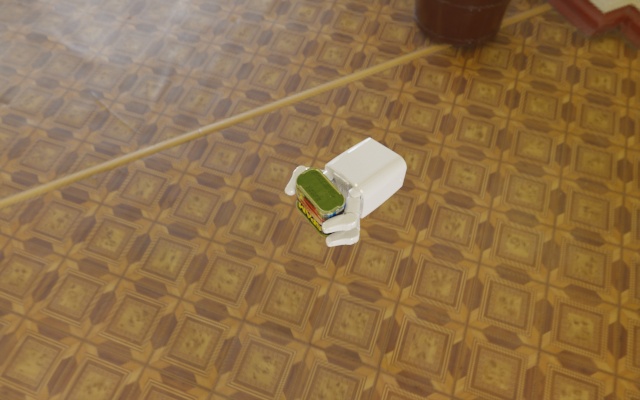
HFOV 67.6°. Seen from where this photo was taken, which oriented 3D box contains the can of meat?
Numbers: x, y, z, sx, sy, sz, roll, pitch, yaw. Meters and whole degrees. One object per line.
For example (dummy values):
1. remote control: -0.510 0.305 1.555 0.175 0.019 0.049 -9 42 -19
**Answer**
1. can of meat: 0.000 0.003 0.840 0.057 0.102 0.084 -34 -26 -18
